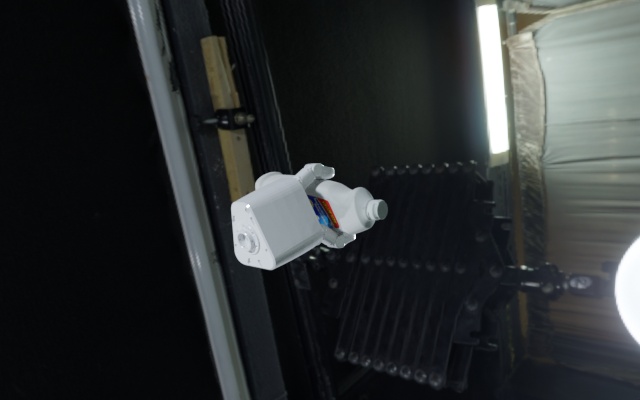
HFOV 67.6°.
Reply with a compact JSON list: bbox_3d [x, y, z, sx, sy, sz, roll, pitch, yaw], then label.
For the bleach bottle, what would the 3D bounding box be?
[{"bbox_3d":[0.000,0.003,0.805,0.251,0.102,0.068,2,22,43],"label":"bleach bottle"}]
